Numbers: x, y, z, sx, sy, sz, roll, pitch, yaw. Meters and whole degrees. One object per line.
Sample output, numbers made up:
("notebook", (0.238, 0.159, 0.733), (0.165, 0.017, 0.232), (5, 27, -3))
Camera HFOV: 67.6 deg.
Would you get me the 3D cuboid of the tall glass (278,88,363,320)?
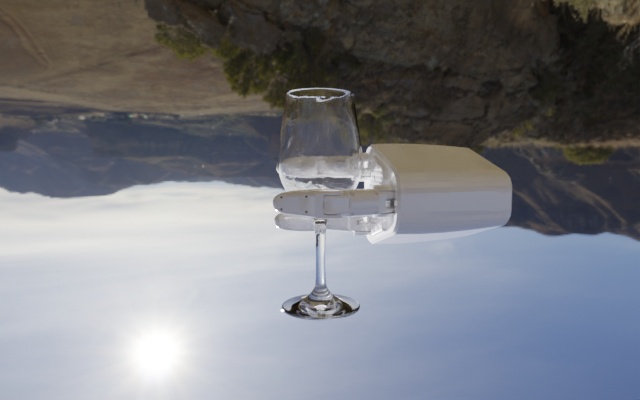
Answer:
("tall glass", (0.000, 0.002, 0.442), (0.079, 0.201, 0.079), (-1, 6, 0))
